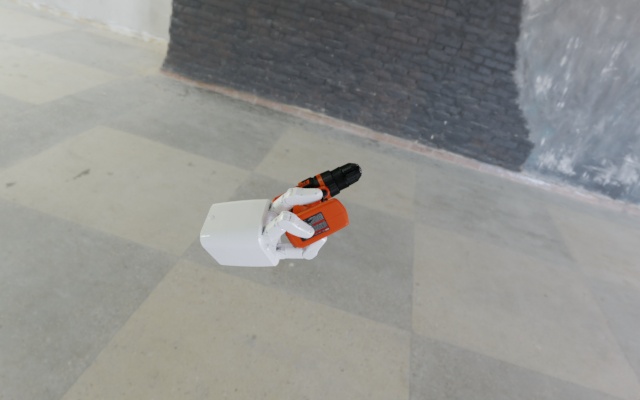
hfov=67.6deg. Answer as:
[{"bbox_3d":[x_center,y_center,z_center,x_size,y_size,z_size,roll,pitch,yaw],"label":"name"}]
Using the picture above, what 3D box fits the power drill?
[{"bbox_3d":[0.000,0.003,0.845,0.184,0.057,0.187,-28,18,5],"label":"power drill"}]
